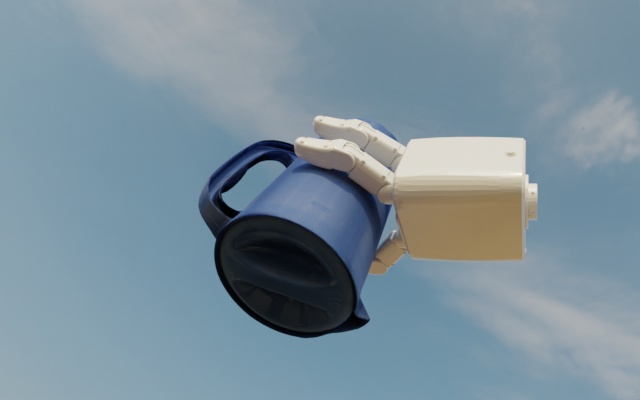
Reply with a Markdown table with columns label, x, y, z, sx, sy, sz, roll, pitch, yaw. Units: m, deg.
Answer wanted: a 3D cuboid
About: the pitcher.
| label | x | y | z | sx | sy | sz | roll | pitch | yaw |
| --- | --- | --- | --- | --- | --- | --- | --- | --- | --- |
| pitcher | 0.000 | 0.002 | 0.488 | 0.145 | 0.149 | 0.242 | -1 | 31 | 24 |
